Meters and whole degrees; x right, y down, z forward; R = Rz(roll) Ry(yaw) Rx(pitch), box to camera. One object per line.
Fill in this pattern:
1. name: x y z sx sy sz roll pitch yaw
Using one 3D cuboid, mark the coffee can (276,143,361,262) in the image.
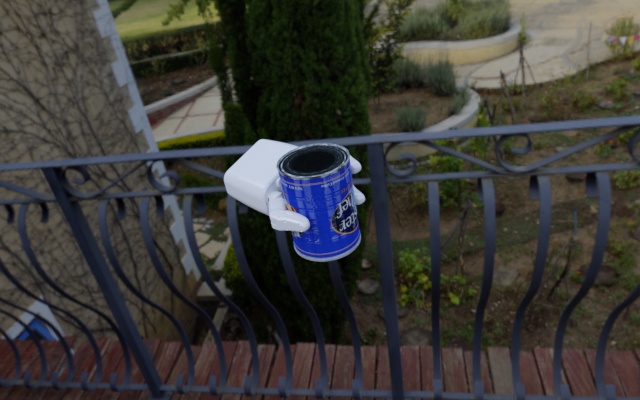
1. coffee can: 0.000 0.002 0.689 0.103 0.140 0.102 -7 31 4
